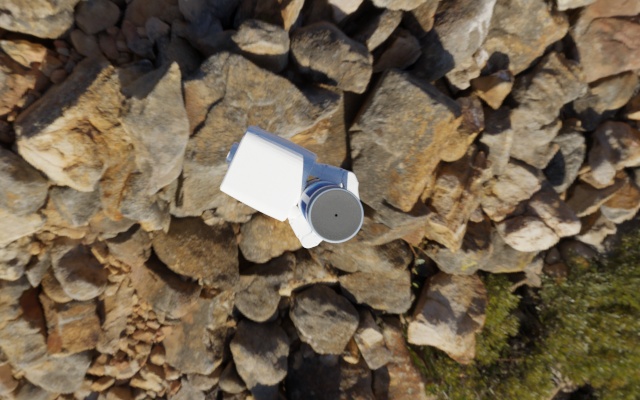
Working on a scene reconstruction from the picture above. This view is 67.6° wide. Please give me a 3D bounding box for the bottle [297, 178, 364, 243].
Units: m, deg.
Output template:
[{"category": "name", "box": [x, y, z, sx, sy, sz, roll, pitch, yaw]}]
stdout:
[{"category": "bottle", "box": [0.000, 0.002, 0.710, 0.069, 0.069, 0.295, 0, 6, -7]}]
